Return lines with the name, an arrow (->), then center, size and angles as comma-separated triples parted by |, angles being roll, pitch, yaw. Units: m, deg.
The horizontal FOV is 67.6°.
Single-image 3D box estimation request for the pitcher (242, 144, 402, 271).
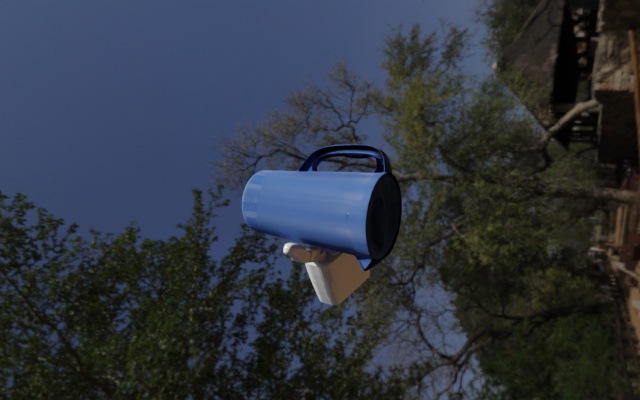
pitcher -> 0.000, 0.003, 0.763 | 0.243, 0.145, 0.149 | 7, 43, 30
